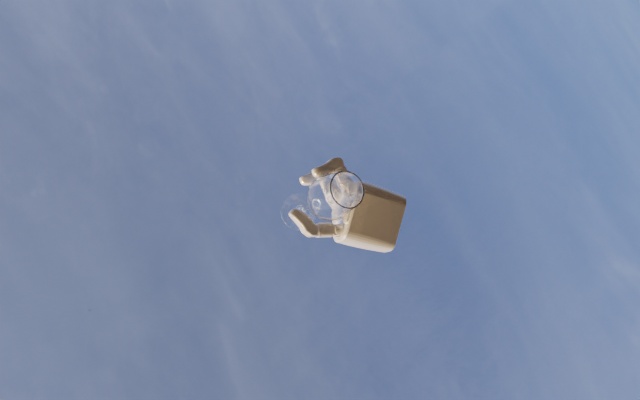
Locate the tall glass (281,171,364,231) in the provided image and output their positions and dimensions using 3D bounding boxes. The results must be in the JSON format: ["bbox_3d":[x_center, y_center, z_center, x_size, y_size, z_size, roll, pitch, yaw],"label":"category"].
[{"bbox_3d":[0.000,0.003,0.838,0.079,0.079,0.201,0,-12,-26],"label":"tall glass"}]
